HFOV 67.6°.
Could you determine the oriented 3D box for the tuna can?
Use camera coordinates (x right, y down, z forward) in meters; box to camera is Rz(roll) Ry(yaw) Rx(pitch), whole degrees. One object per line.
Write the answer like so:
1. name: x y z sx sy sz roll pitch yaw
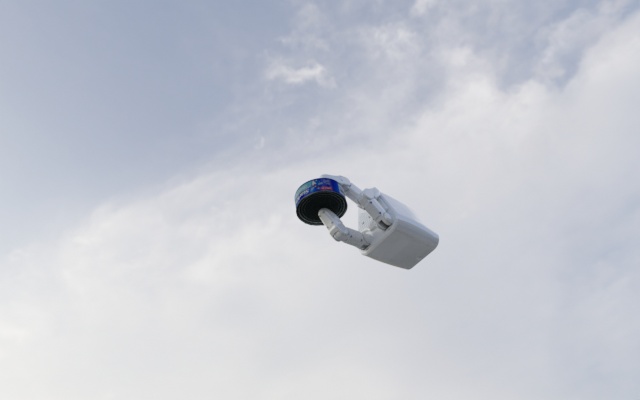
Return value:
1. tuna can: 0.000 0.002 0.788 0.086 0.033 0.086 -6 -41 -5
